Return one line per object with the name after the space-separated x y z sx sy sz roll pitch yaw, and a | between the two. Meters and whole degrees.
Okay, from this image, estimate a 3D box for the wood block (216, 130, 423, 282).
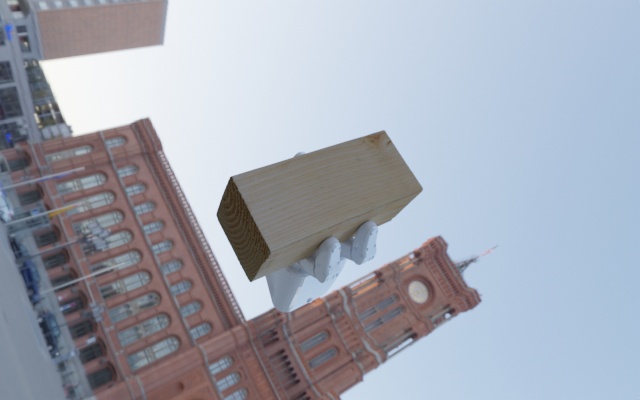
0.000 0.002 0.543 0.206 0.090 0.090 -21 -19 -31 | wood block
